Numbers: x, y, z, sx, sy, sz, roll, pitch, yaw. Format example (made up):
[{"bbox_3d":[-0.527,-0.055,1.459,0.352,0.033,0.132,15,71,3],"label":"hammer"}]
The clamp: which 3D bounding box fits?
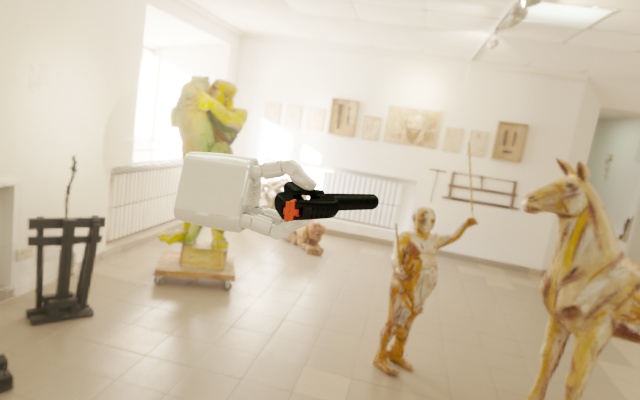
[{"bbox_3d":[0.000,0.002,0.716,0.164,0.036,0.210,7,9,10],"label":"clamp"}]
